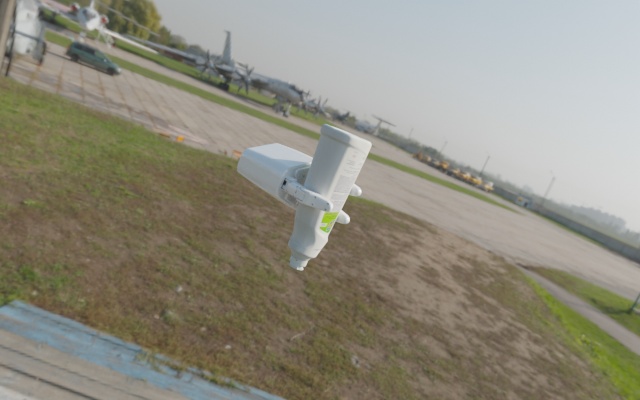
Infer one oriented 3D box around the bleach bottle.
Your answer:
[{"bbox_3d":[0.000,0.003,0.813,0.068,0.251,0.102,29,11,29],"label":"bleach bottle"}]
